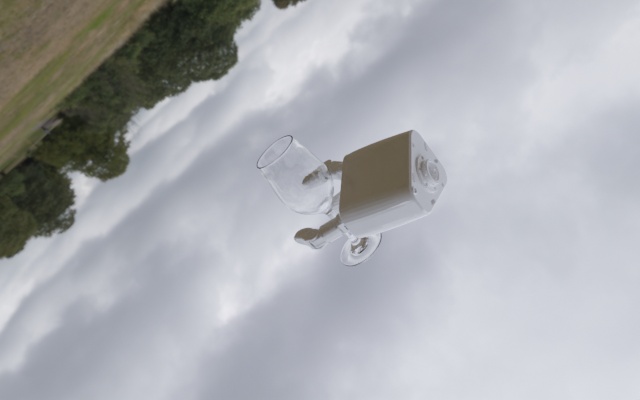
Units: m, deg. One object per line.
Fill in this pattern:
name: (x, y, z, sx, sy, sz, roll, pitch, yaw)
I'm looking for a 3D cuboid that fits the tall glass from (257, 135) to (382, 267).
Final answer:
tall glass: (0.000, 0.003, 0.665, 0.201, 0.079, 0.079, 47, -25, -26)
